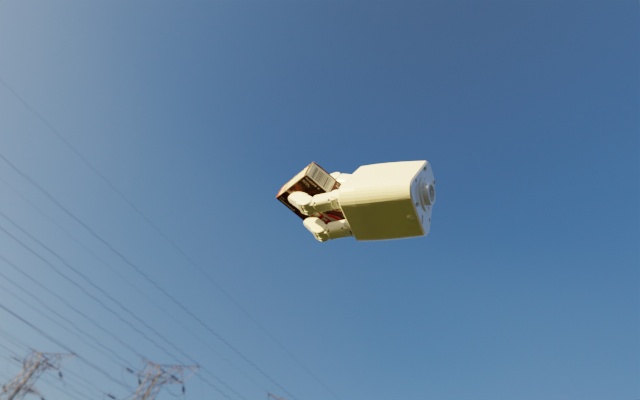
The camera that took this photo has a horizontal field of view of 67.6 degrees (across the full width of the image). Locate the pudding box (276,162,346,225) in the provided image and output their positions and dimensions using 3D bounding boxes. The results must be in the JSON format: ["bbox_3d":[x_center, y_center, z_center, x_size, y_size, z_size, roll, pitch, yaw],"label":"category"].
[{"bbox_3d":[0.000,0.002,0.751,0.113,0.039,0.090,41,-42,-13],"label":"pudding box"}]
